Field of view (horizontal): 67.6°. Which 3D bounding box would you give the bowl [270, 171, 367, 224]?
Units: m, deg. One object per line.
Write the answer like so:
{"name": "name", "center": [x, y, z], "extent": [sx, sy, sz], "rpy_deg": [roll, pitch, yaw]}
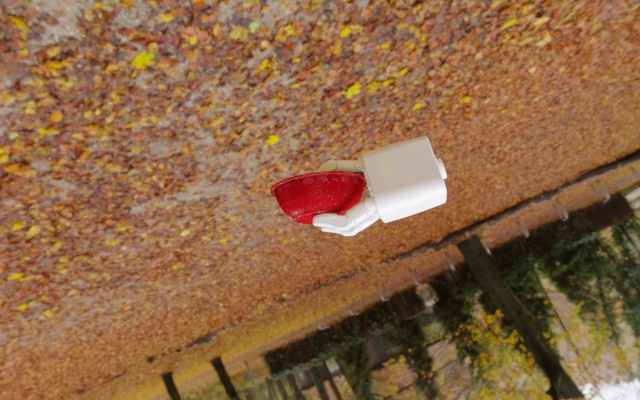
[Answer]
{"name": "bowl", "center": [-0.001, 0.003, 0.779], "extent": [0.162, 0.055, 0.162], "rpy_deg": [-6, -14, -1]}
